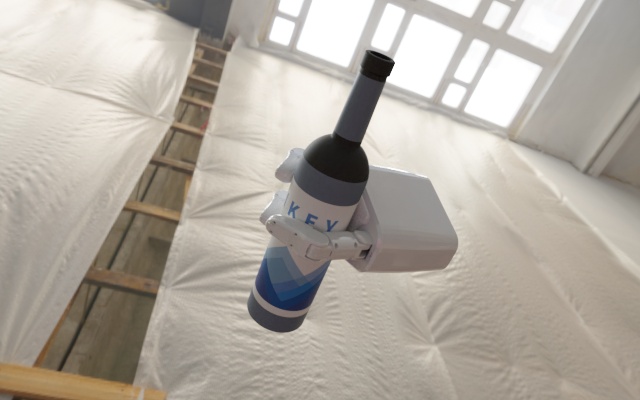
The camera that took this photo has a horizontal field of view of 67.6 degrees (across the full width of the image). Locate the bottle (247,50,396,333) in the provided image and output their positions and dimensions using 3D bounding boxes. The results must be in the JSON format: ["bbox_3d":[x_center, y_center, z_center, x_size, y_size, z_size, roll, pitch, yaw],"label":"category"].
[{"bbox_3d":[0.000,0.002,0.461,0.069,0.296,0.069,17,28,-10],"label":"bottle"}]
